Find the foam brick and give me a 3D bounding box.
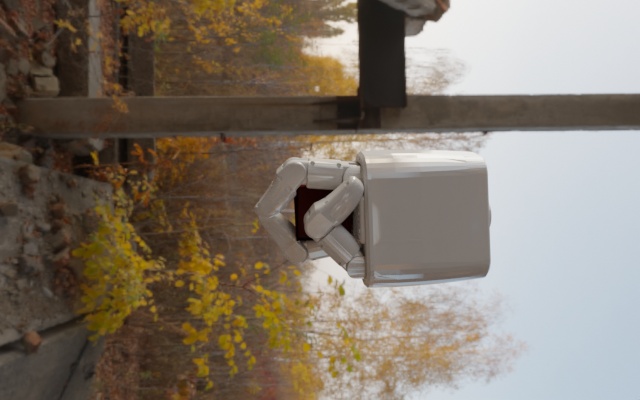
[{"bbox_3d":[0.000,0.001,0.459,0.051,0.053,0.078,-3,17,-3],"label":"foam brick"}]
